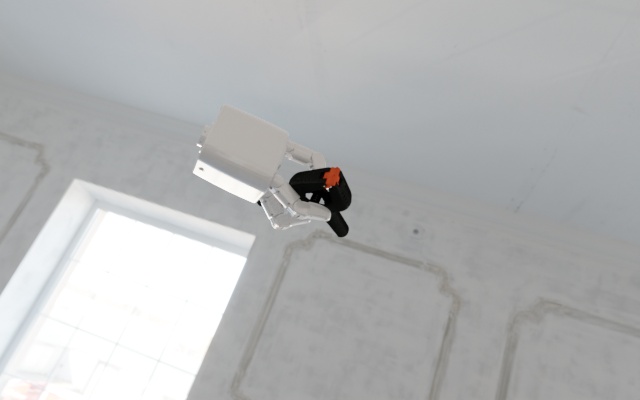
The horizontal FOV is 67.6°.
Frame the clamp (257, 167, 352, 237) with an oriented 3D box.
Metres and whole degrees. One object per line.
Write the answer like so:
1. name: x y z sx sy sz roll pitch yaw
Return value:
1. clamp: 0.000 0.001 0.727 0.164 0.036 0.210 23 -22 -14
